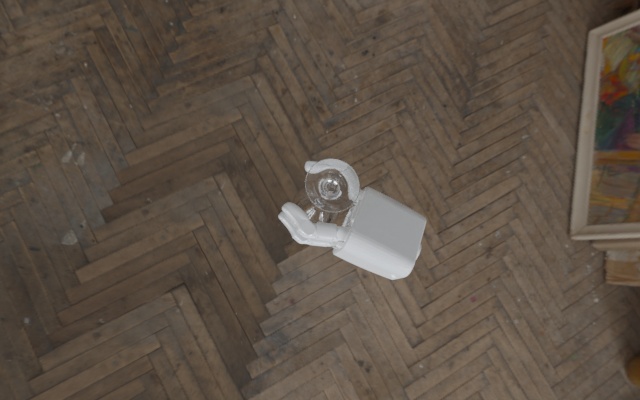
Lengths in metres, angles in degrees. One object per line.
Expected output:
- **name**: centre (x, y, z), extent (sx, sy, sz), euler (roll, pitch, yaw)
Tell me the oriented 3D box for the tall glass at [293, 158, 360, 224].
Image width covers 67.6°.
- **tall glass**: centre (0.000, 0.002, 0.726), extent (0.079, 0.079, 0.201), euler (0, -13, -10)
